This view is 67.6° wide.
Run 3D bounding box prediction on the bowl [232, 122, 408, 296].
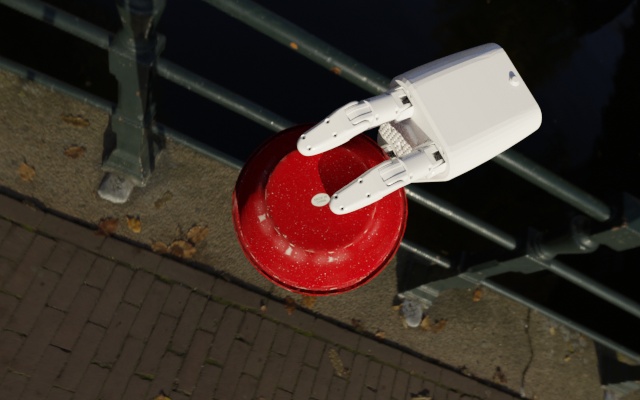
[{"bbox_3d":[-0.001,0.002,0.414,0.162,0.162,0.055,0,-9,-1],"label":"bowl"}]
